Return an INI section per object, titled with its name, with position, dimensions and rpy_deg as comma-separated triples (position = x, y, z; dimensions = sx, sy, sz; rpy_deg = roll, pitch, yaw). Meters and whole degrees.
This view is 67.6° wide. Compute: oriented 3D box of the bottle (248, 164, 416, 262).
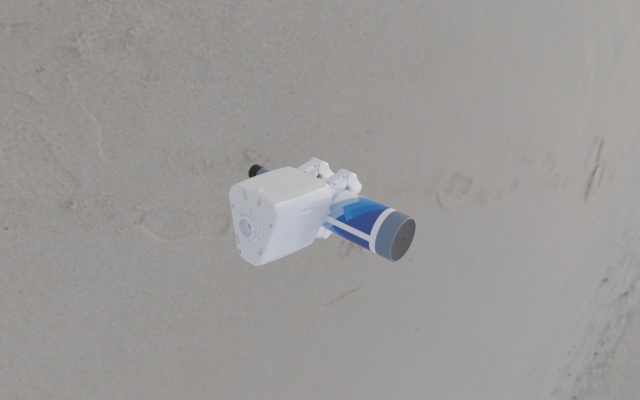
[bottle]
position = 0.000, 0.002, 0.726
dimensions = 0.295, 0.069, 0.069
rpy_deg = 24, 14, 33
